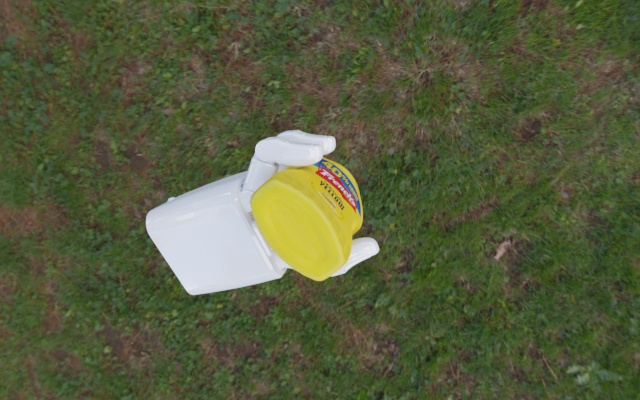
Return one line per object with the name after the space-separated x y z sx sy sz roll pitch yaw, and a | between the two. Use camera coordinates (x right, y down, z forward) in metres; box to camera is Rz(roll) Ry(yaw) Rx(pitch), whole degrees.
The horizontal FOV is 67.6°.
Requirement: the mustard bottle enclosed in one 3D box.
0.000 0.001 0.477 0.058 0.096 0.191 -41 3 19 | mustard bottle
